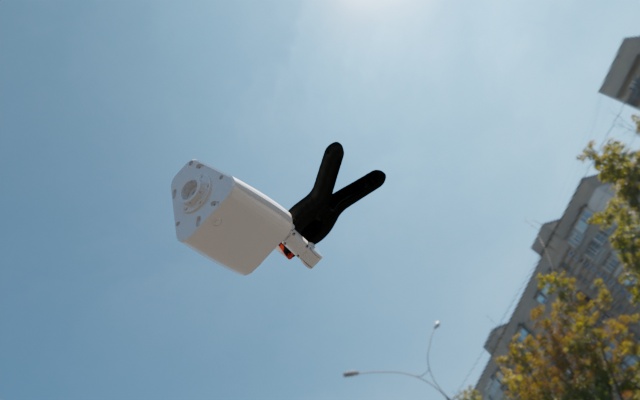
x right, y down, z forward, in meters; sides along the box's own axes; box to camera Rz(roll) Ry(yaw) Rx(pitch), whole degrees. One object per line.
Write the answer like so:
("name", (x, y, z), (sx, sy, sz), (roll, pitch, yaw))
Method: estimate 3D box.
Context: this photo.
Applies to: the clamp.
("clamp", (0.000, 0.002, 0.613), (0.120, 0.171, 0.039), (40, 6, -46))
